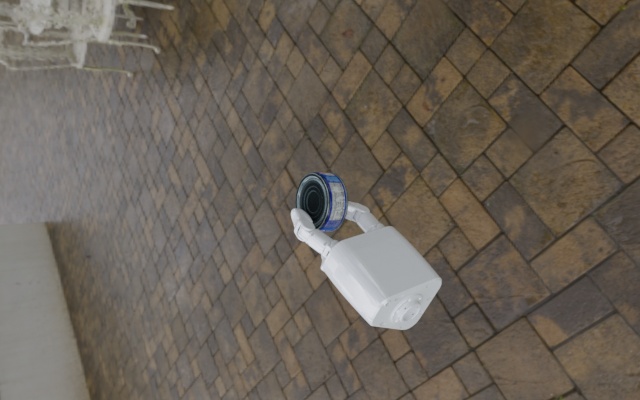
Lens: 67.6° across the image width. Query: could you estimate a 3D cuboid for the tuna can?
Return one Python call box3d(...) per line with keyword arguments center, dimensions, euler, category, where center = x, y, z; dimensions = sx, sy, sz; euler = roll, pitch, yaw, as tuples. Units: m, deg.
box3d(center=(0.000, 0.002, 0.681), dimensions=(0.034, 0.086, 0.086), euler=(1, 0, -36), category="tuna can")
